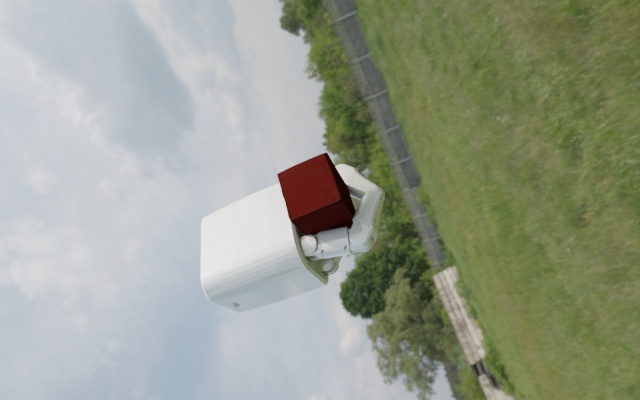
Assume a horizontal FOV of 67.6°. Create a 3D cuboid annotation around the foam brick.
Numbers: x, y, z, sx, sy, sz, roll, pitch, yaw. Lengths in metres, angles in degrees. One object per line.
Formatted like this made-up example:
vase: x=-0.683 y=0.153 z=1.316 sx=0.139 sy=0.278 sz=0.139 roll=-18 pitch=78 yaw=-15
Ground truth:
foam brick: x=0.000 y=0.001 z=0.455 sx=0.051 sy=0.053 sz=0.078 roll=-21 pitch=-28 yaw=9
